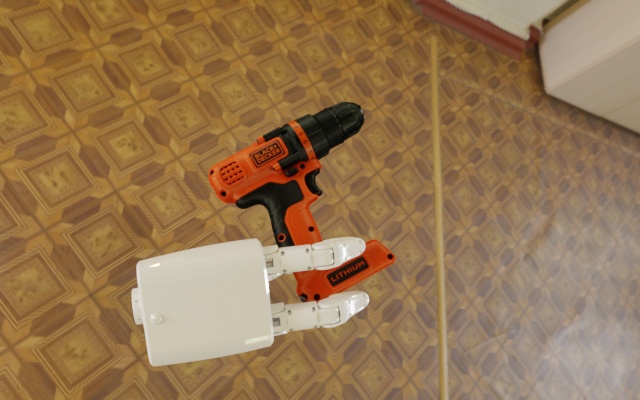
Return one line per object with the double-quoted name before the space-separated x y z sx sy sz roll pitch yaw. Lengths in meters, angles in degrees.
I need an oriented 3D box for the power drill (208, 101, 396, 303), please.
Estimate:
"power drill" 0.000 0.002 0.507 0.184 0.187 0.057 -29 -12 -7
